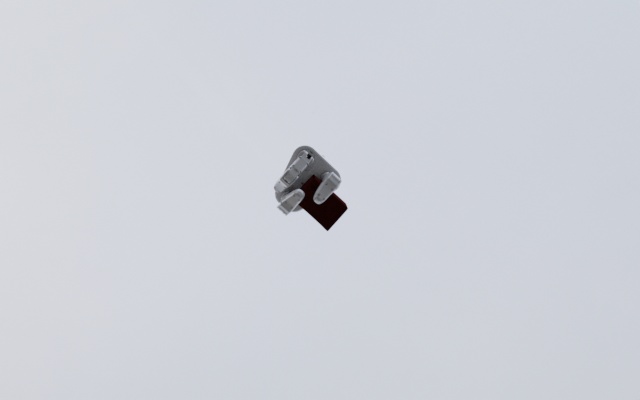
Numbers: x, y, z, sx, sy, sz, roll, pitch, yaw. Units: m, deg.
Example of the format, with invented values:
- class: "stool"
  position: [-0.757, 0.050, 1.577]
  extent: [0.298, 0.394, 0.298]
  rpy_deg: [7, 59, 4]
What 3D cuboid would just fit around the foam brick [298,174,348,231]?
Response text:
- class: "foam brick"
  position: [0.000, 0.003, 0.797]
  extent: [0.078, 0.053, 0.051]
  rpy_deg: [43, 6, -8]
